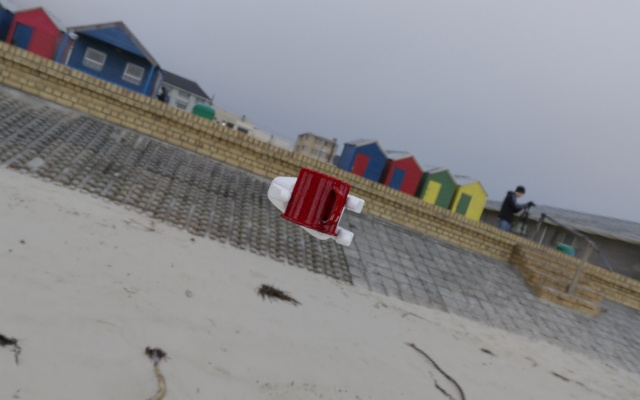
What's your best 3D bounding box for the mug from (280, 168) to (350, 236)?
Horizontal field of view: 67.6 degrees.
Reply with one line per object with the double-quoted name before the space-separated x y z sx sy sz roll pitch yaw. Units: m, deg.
"mug" 0.001 0.002 0.712 0.093 0.081 0.117 19 1 -25
